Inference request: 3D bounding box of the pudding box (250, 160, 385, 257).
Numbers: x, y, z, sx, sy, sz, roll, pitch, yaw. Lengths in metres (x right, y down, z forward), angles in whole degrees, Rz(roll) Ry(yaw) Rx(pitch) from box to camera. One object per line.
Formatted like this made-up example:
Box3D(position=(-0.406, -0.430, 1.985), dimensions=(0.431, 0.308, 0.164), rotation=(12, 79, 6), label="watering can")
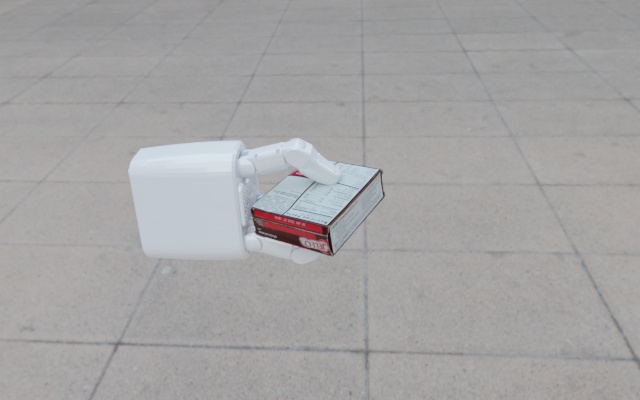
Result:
Box3D(position=(0.000, 0.001, 0.475), dimensions=(0.090, 0.039, 0.113), rotation=(14, 40, 30), label="pudding box")
